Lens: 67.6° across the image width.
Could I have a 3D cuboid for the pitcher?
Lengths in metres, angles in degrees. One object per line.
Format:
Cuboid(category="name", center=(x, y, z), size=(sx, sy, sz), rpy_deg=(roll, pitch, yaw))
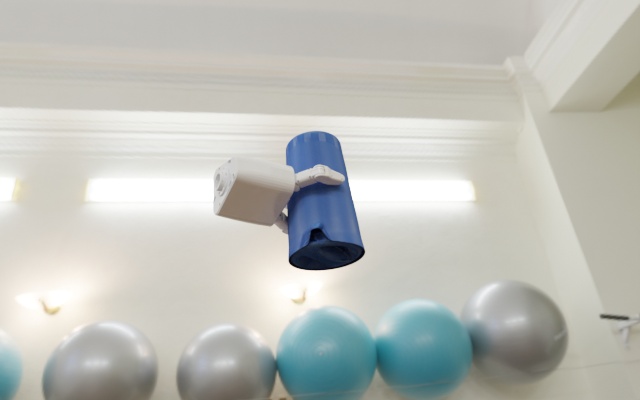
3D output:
Cuboid(category="pitcher", center=(0.000, 0.003, 0.881), size=(0.145, 0.242, 0.149), rpy_deg=(11, -33, -30))
